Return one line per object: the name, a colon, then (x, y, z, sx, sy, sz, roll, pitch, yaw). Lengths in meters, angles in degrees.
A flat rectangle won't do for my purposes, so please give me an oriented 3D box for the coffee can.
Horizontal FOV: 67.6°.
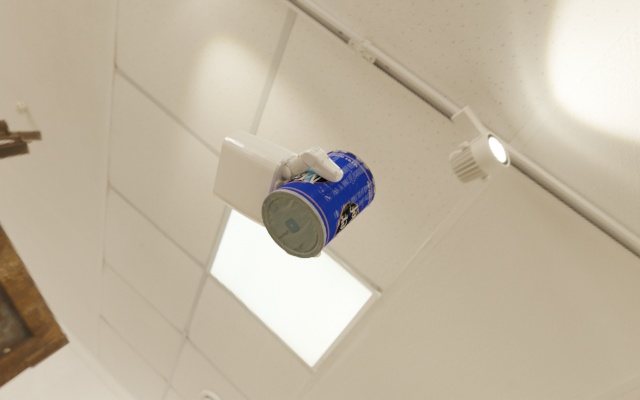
coffee can: (0.000, 0.002, 0.676, 0.103, 0.103, 0.140, 0, 27, 39)
